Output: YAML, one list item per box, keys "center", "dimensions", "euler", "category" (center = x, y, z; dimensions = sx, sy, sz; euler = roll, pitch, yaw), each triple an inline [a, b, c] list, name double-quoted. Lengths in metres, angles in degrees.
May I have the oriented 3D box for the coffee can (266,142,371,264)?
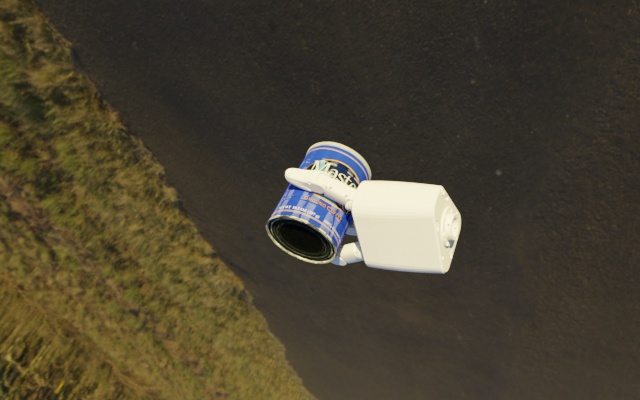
- center: [0.000, 0.002, 0.670]
  dimensions: [0.103, 0.140, 0.103]
  euler: [19, -34, 13]
  category: "coffee can"
